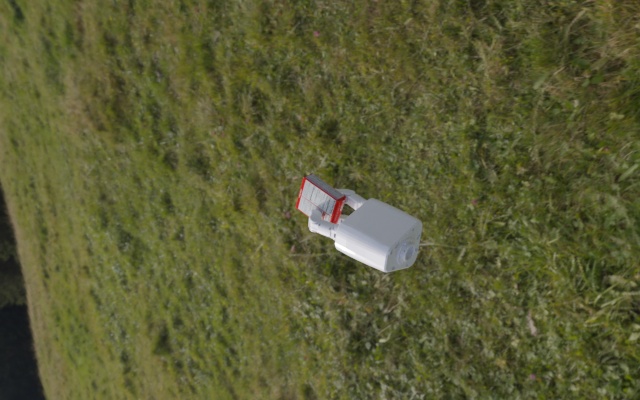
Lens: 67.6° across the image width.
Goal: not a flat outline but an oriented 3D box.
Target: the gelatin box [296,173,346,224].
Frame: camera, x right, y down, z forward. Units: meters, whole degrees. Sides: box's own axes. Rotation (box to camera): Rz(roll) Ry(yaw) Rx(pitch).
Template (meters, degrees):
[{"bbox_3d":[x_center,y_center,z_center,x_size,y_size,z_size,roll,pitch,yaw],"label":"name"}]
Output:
[{"bbox_3d":[0.000,0.003,0.900,0.089,0.073,0.030,35,38,25],"label":"gelatin box"}]
